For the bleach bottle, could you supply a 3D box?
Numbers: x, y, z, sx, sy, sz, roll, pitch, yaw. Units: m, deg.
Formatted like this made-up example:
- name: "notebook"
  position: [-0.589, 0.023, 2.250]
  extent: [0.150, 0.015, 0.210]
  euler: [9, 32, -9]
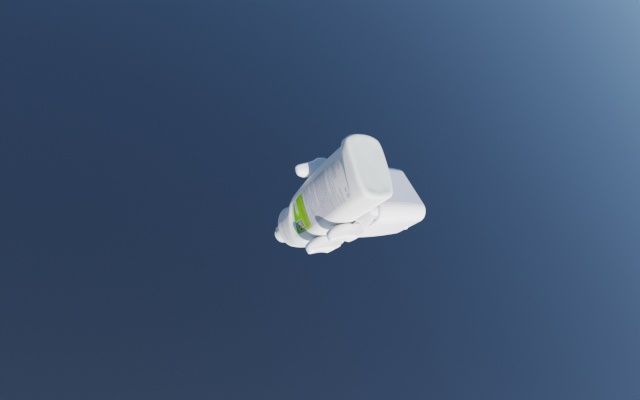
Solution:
- name: "bleach bottle"
  position: [0.000, 0.002, 0.733]
  extent: [0.068, 0.102, 0.251]
  euler: [0, -23, -36]
